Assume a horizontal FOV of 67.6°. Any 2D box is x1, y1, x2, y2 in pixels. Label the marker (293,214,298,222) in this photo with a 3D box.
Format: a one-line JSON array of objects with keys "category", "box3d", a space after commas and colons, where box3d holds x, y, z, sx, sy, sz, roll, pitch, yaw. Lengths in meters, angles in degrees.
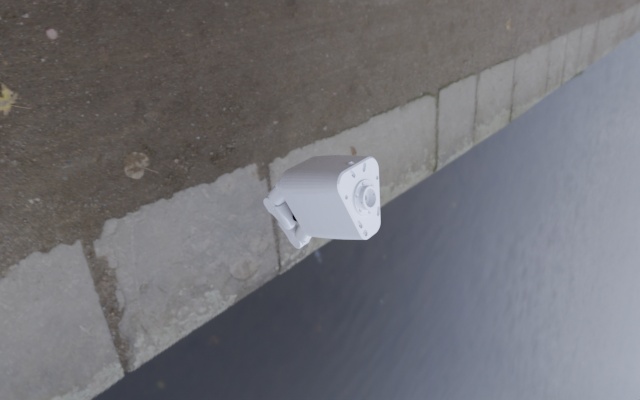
[{"category": "marker", "box3d": [0.000, 0.002, 0.739, 0.020, 0.020, 0.121, 0, 23, 43]}]
